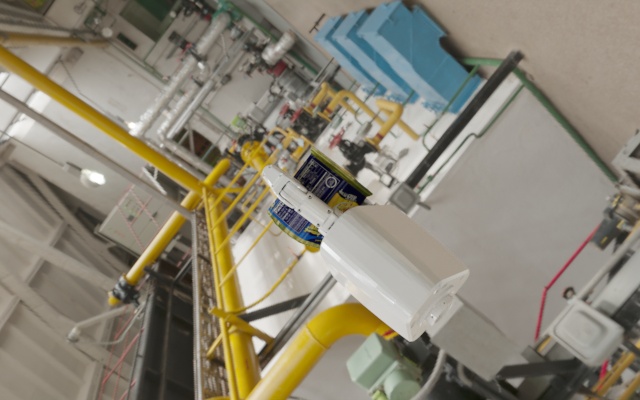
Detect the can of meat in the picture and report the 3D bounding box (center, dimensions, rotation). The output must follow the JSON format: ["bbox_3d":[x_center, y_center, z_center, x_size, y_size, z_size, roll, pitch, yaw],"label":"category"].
[{"bbox_3d":[0.000,0.002,0.505,0.057,0.084,0.102,39,4,24],"label":"can of meat"}]
